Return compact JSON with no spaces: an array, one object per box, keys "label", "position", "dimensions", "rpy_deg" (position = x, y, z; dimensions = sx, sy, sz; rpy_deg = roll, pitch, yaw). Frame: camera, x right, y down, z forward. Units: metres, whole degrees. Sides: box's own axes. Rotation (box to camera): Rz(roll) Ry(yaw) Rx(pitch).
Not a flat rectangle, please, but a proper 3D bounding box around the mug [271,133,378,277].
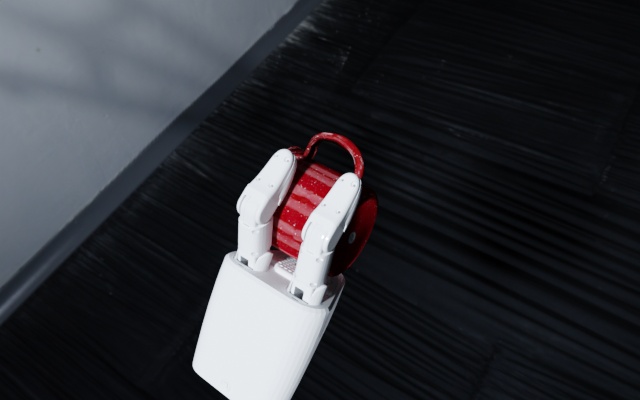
[{"label":"mug","position":[0.001,0.000,0.404],"dimensions":[0.081,0.117,0.093],"rpy_deg":[27,14,23]}]
